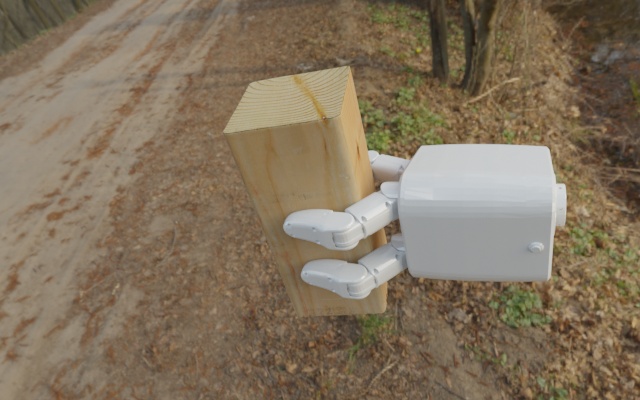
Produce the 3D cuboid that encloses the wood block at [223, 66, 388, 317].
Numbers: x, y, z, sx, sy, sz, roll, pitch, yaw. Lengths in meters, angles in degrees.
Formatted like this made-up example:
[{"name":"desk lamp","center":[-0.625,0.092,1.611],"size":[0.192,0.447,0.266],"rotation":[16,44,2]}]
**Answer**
[{"name":"wood block","center":[0.000,0.001,0.425],"size":[0.090,0.206,0.090],"rotation":[-6,37,14]}]
